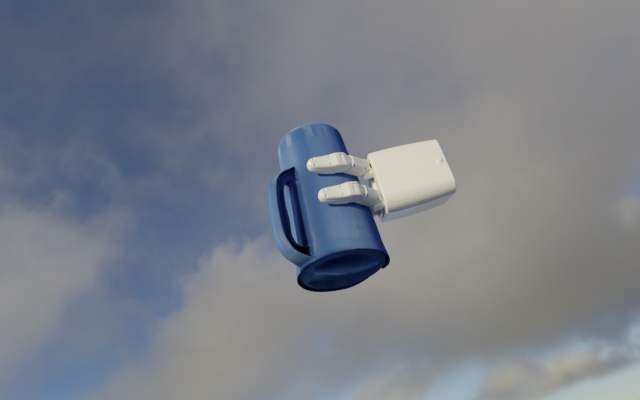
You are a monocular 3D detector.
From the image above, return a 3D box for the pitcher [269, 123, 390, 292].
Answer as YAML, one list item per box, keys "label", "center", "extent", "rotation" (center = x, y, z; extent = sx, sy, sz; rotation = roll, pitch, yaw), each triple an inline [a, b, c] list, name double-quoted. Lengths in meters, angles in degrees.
- label: "pitcher"
  center: [0.000, 0.002, 0.713]
  extent: [0.145, 0.242, 0.149]
  rotation: [-14, -31, -2]
